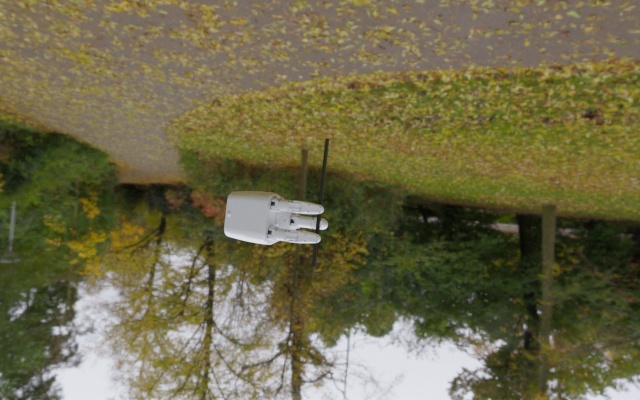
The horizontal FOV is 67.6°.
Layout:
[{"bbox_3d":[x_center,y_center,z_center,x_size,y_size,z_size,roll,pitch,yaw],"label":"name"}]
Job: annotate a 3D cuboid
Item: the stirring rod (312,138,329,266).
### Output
[{"bbox_3d":[0.000,0.003,0.898,0.011,0.239,0.011,6,-2,0],"label":"stirring rod"}]
